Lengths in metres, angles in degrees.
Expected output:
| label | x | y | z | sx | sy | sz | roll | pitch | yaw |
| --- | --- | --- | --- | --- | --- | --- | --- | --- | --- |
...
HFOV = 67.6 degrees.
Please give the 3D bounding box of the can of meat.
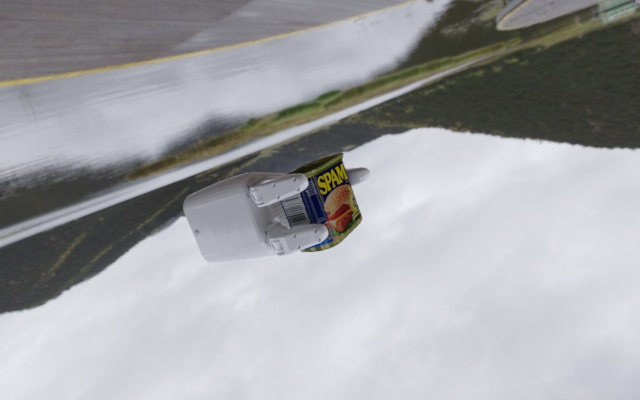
| label | x | y | z | sx | sy | sz | roll | pitch | yaw |
| --- | --- | --- | --- | --- | --- | --- | --- | --- | --- |
| can of meat | 0.000 | 0.002 | 0.534 | 0.057 | 0.084 | 0.102 | -14 | 11 | 30 |
